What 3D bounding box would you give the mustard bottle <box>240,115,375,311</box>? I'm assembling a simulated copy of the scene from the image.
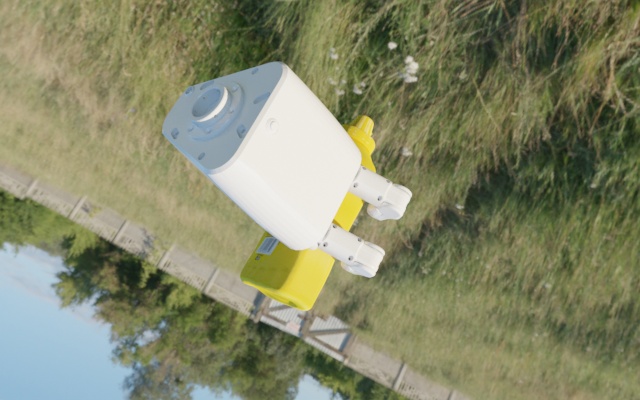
[{"bbox_3d":[0.000,0.002,0.440,0.058,0.191,0.096,35,-17,-22],"label":"mustard bottle"}]
